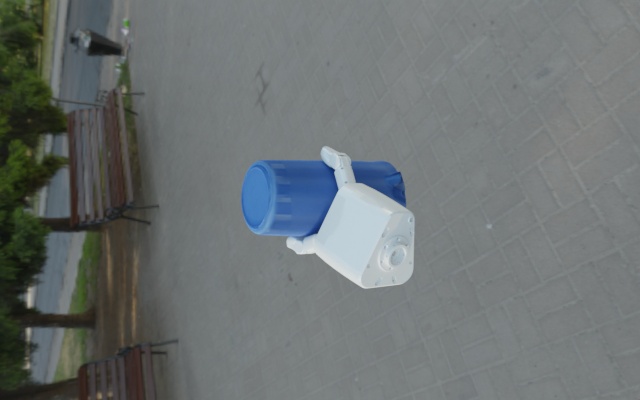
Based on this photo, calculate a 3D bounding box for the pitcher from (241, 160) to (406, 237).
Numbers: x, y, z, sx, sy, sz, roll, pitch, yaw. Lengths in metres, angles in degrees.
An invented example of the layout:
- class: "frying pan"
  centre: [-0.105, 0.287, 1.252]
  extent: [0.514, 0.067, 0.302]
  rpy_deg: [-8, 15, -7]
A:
- class: "pitcher"
  centre: [0.000, 0.002, 0.755]
  extent: [0.243, 0.149, 0.145]
  rpy_deg: [1, 20, -34]
